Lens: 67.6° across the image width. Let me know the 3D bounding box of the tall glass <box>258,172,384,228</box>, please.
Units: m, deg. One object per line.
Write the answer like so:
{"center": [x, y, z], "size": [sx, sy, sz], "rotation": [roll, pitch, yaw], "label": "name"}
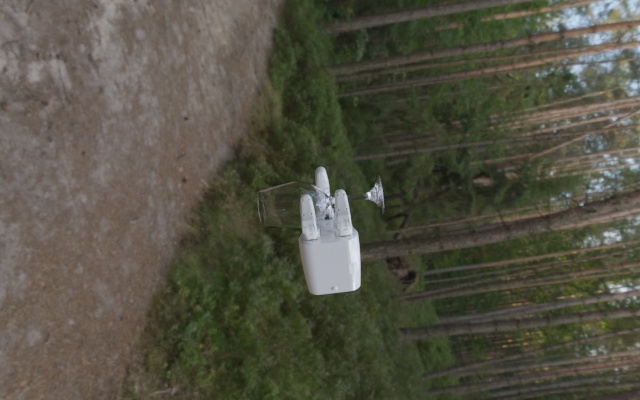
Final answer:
{"center": [0.001, 0.002, 0.791], "size": [0.201, 0.079, 0.079], "rotation": [-7, 0, 1], "label": "tall glass"}
